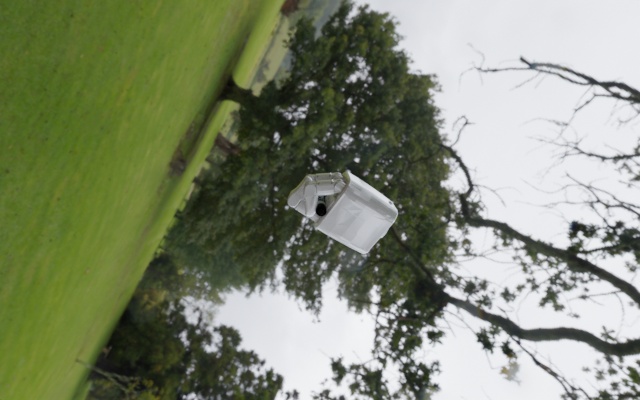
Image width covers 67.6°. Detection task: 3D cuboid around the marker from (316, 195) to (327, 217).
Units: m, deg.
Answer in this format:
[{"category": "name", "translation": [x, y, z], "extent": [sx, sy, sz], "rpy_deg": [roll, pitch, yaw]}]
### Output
[{"category": "marker", "translation": [0.000, 0.003, 0.860], "extent": [0.020, 0.020, 0.121], "rpy_deg": [0, 16, -2]}]
